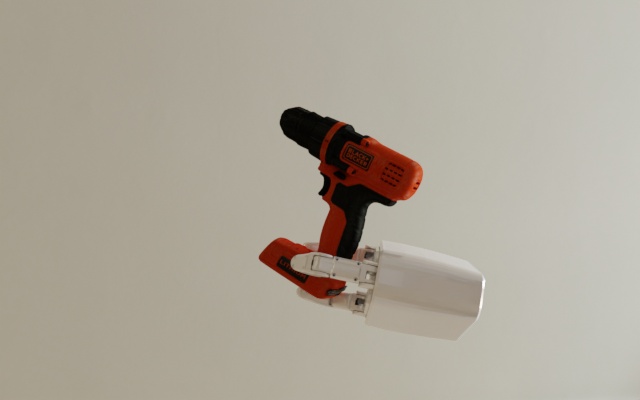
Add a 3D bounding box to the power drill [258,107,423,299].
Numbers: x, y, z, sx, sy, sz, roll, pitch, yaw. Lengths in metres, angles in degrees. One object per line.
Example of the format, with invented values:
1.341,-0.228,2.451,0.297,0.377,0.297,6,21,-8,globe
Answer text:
0.000,0.002,0.550,0.184,0.188,0.057,30,13,24,power drill
